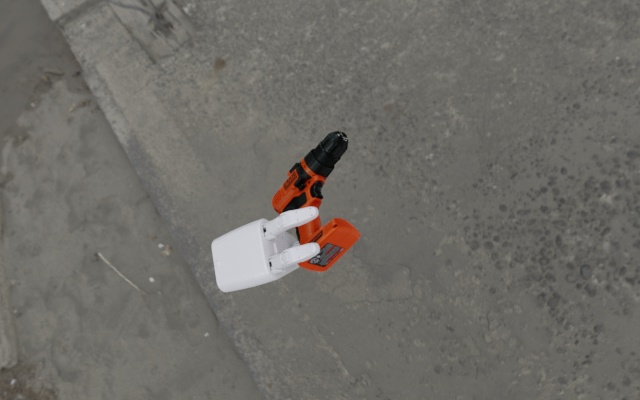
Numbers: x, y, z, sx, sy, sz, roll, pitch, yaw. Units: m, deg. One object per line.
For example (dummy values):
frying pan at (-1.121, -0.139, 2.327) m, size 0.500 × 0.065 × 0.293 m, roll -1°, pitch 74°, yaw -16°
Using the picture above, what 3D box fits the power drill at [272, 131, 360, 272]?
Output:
power drill at (0.000, 0.003, 0.757) m, size 0.057 × 0.187 × 0.184 m, roll 20°, pitch -56°, yaw -33°
